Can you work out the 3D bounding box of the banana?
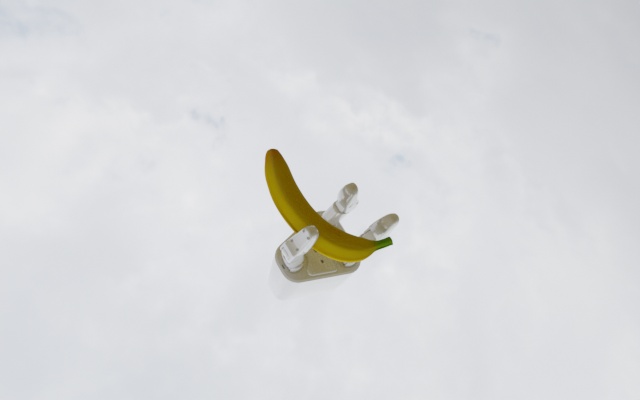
[{"bbox_3d":[-0.009,0.017,0.591,0.198,0.069,0.037,39,-24,9],"label":"banana"}]
